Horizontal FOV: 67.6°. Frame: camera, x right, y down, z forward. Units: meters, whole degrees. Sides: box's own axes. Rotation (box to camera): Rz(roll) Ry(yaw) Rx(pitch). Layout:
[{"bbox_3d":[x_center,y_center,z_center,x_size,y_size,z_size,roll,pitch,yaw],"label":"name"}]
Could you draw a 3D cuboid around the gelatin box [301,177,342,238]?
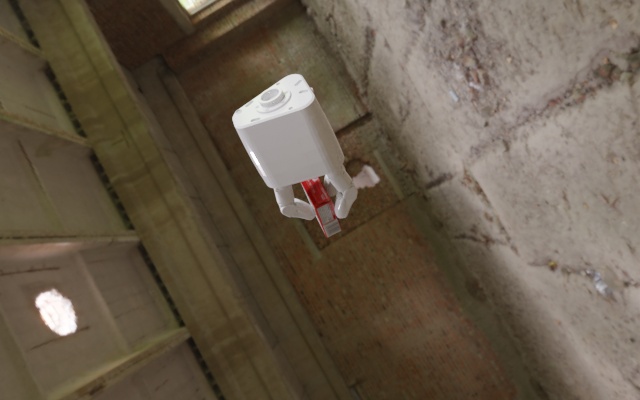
[{"bbox_3d":[0.000,0.003,0.723,0.030,0.073,0.089,-25,-36,-3],"label":"gelatin box"}]
